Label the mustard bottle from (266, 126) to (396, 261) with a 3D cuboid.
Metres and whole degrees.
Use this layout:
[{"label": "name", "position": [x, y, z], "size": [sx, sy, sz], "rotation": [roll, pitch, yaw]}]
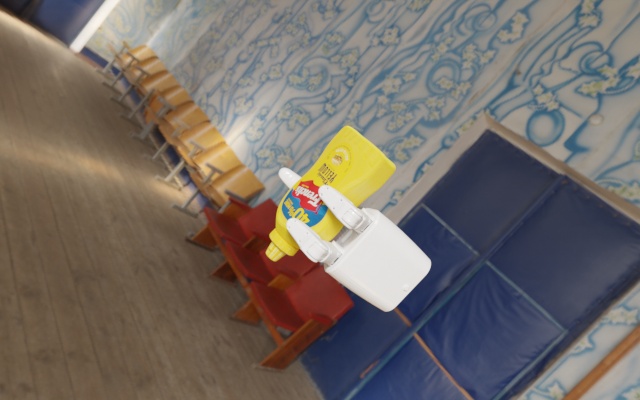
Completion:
[{"label": "mustard bottle", "position": [0.000, 0.002, 0.600], "size": [0.058, 0.191, 0.096], "rotation": [35, 9, -45]}]
